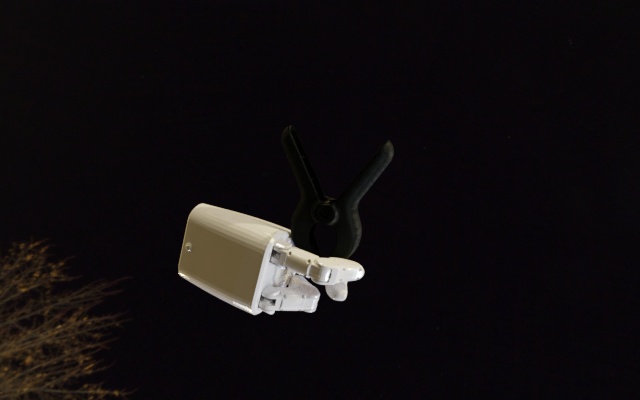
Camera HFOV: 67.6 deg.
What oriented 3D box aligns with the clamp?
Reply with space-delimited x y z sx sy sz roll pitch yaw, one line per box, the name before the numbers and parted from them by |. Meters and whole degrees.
clamp | 0.000 0.002 0.520 0.120 0.171 0.039 21 14 18
